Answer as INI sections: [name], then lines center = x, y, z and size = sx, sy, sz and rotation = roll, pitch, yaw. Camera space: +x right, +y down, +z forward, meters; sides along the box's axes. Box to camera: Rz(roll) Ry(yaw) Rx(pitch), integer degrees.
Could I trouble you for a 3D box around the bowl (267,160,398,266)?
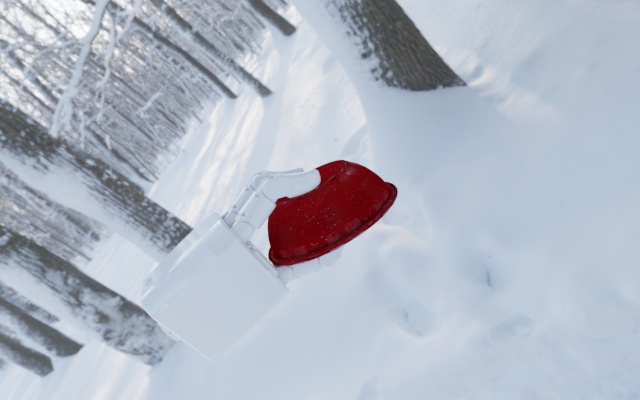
[bowl]
center = 0.001, 0.001, 0.522
size = 0.162, 0.055, 0.162
rotation = -27, 15, 8
